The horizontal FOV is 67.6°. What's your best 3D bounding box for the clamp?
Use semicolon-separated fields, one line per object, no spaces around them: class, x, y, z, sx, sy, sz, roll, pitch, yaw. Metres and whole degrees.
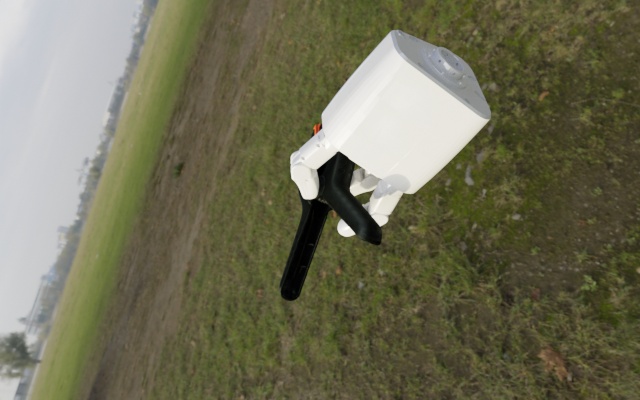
clamp;0.000;0.001;0.540;0.036;0.209;0.165;22;-47;-27
